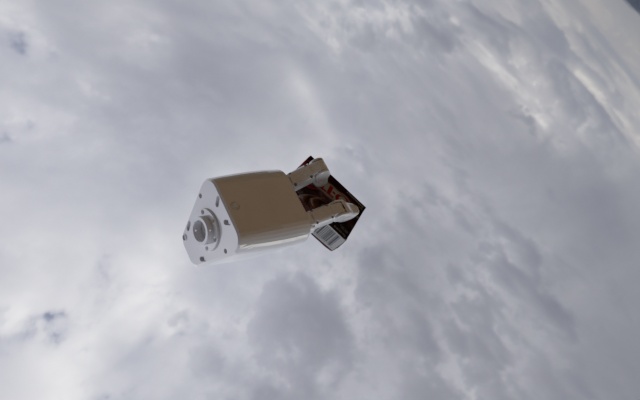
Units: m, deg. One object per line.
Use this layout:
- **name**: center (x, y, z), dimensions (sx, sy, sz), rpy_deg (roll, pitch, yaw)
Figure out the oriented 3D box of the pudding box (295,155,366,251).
- **pudding box**: center (0.000, 0.002, 0.655), dimensions (0.039, 0.113, 0.090), rpy_deg (-41, 7, 37)
